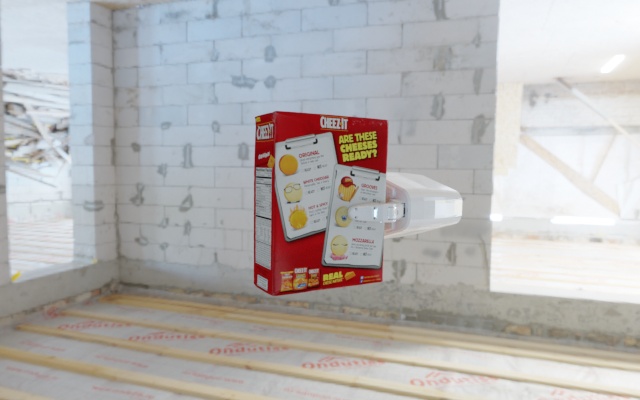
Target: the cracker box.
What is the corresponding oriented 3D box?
[{"bbox_3d":[0.000,0.002,0.606,0.164,0.214,0.072,-1,4,-31],"label":"cracker box"}]
